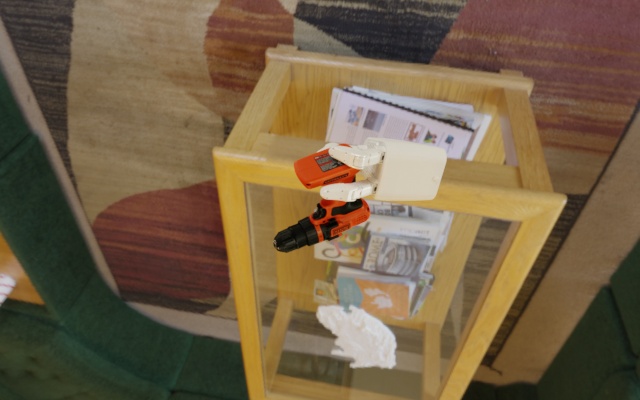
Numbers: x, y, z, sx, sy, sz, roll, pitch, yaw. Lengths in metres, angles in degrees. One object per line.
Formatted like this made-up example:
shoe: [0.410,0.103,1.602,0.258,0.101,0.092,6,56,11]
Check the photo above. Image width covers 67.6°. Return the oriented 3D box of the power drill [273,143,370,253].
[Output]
power drill: [0.000,0.002,0.796,0.184,0.057,0.188,-23,-34,-15]
